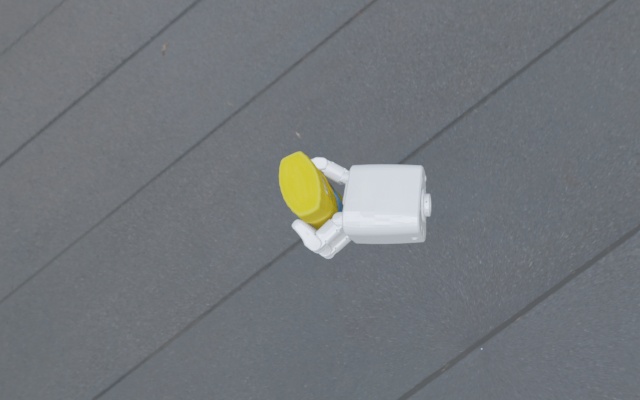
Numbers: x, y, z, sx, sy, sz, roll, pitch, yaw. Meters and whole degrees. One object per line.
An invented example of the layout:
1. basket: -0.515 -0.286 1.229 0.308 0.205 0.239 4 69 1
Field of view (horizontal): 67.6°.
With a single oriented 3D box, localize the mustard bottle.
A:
1. mustard bottle: 0.000 0.002 0.729 0.058 0.096 0.192 -25 -23 10
